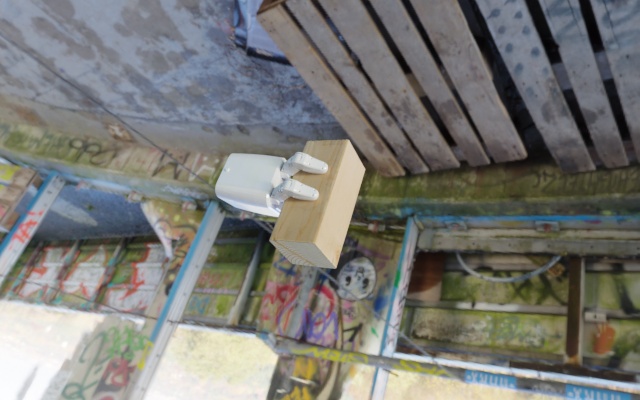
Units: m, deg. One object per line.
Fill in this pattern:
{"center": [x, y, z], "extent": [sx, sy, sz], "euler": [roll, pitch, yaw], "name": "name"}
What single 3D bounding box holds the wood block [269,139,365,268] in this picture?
{"center": [0.000, 0.003, 0.832], "extent": [0.090, 0.206, 0.091], "euler": [2, -32, 29], "name": "wood block"}
